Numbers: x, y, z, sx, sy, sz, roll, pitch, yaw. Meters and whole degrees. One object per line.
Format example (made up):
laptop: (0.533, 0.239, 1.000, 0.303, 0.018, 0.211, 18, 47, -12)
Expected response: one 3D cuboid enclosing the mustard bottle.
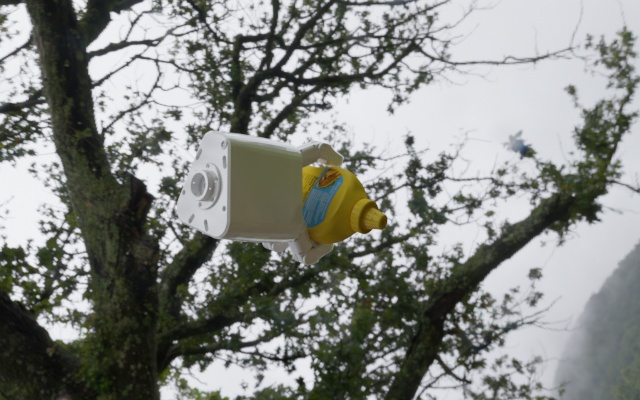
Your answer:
mustard bottle: (0.000, 0.002, 0.597, 0.191, 0.096, 0.058, 18, -16, 39)
